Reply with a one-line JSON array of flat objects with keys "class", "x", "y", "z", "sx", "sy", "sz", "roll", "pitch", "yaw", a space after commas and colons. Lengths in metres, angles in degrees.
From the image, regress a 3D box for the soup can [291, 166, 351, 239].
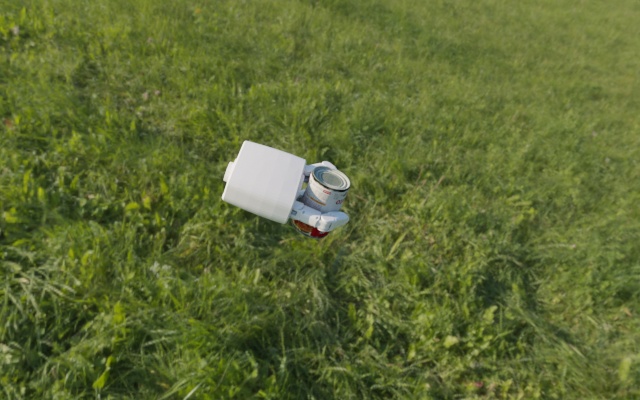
[{"class": "soup can", "x": 0.001, "y": 0.003, "z": 0.781, "sx": 0.068, "sy": 0.102, "sz": 0.068, "roll": 17, "pitch": 32, "yaw": -11}]
